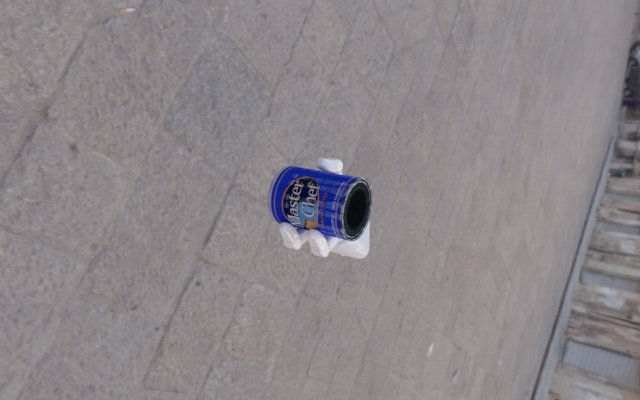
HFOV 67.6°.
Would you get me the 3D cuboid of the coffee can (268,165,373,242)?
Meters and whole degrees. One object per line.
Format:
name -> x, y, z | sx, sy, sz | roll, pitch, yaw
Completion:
coffee can -> 0.000, 0.002, 0.779 | 0.140, 0.103, 0.103 | 12, 6, 30
